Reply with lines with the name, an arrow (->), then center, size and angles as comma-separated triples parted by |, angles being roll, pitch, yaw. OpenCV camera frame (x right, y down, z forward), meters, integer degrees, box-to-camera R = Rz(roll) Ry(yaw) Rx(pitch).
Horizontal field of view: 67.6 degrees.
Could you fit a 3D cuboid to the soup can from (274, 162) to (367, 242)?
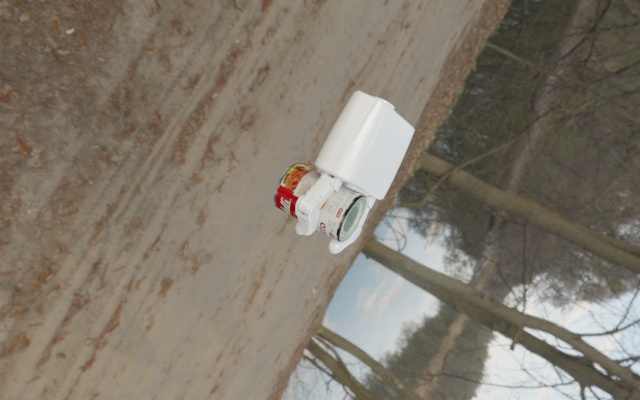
soup can -> 0.000, 0.003, 0.618 | 0.102, 0.068, 0.068 | 28, 11, 21
